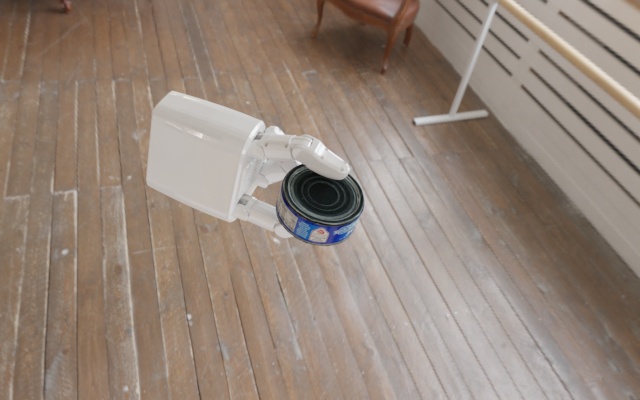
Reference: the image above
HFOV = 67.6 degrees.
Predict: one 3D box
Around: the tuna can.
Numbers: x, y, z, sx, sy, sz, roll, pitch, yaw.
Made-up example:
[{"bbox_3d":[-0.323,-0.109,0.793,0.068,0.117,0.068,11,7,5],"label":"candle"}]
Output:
[{"bbox_3d":[0.000,0.001,0.478,0.086,0.086,0.034,0,-41,-19],"label":"tuna can"}]
